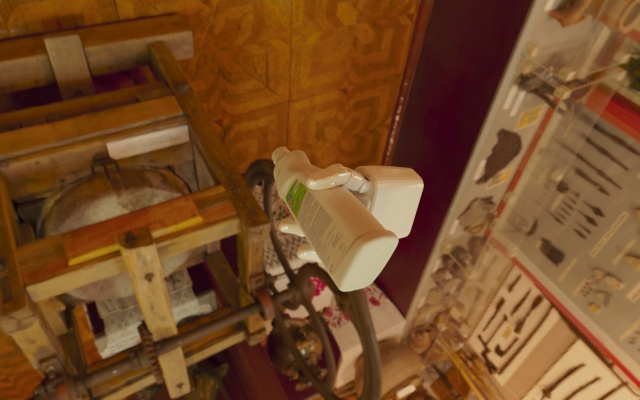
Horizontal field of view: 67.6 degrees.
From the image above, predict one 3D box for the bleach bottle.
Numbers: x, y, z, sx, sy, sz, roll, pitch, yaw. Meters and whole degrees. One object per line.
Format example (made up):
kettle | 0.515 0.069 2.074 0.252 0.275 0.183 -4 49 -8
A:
bleach bottle | 0.000 0.002 0.670 0.068 0.103 0.250 -4 43 -37
